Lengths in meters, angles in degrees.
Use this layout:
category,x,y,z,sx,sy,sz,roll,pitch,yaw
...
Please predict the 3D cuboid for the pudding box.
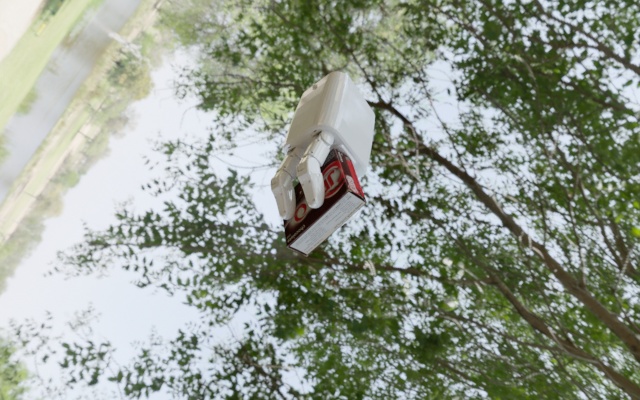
category,x,y,z,sx,sy,sz,roll,pitch,yaw
pudding box,0.000,0.002,0.603,0.039,0.113,0.090,30,27,-30
